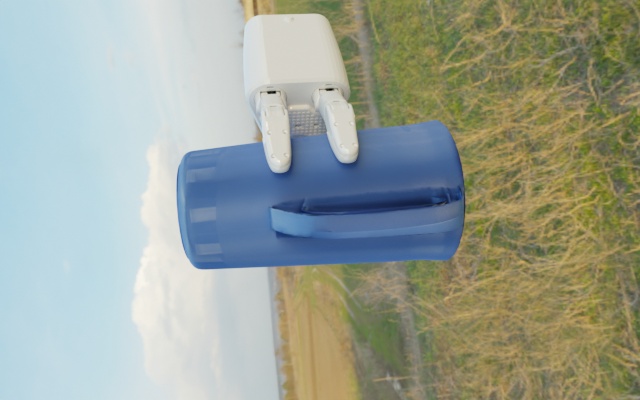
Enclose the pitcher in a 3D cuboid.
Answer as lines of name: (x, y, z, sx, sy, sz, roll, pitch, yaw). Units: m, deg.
pitcher: (0.000, 0.001, 0.434, 0.243, 0.145, 0.149, -5, -31, -6)
